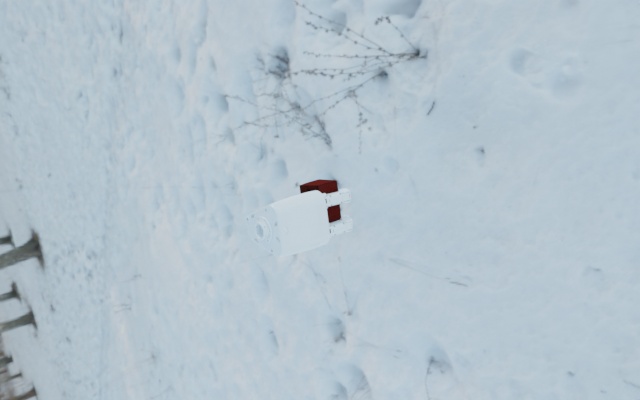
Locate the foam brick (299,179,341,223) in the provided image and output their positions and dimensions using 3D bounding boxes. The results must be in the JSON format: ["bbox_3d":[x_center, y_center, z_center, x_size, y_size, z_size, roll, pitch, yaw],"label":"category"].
[{"bbox_3d":[0.000,0.003,0.895,0.051,0.078,0.053,-15,12,-39],"label":"foam brick"}]
